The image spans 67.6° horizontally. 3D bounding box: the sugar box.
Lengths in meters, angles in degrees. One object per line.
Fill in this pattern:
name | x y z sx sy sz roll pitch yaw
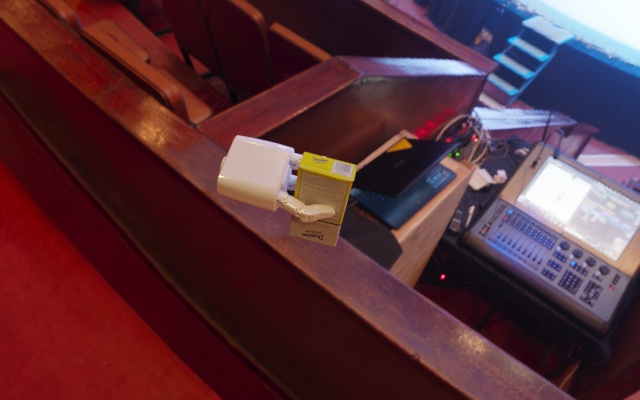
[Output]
sugar box | 0.000 0.002 0.838 0.093 0.048 0.176 15 -41 2
